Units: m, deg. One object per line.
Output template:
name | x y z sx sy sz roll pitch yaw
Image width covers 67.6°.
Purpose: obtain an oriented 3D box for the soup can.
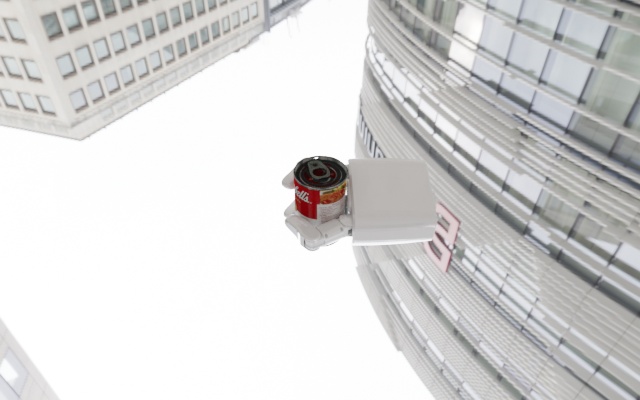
soup can | 0.000 0.002 0.619 0.068 0.102 0.068 0 41 0
